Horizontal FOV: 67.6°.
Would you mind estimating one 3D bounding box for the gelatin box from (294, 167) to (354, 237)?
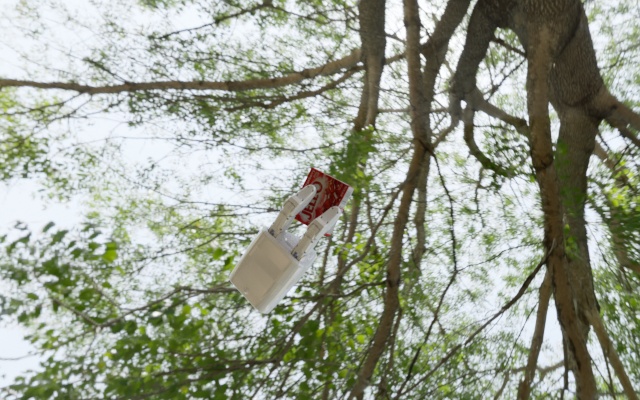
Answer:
[{"bbox_3d":[0.000,0.002,0.765,0.073,0.089,0.030,28,3,23],"label":"gelatin box"}]
